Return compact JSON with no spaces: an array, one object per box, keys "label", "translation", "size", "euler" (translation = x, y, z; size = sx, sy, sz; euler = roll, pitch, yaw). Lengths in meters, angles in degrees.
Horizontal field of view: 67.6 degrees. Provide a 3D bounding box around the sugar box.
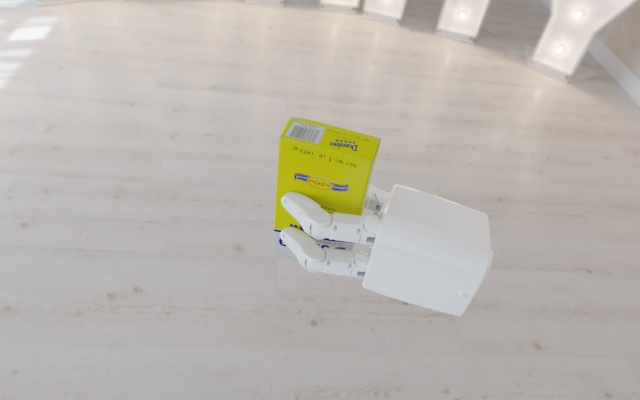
[{"label":"sugar box","translation":[0.000,0.002,0.509],"size":[0.093,0.176,0.048],"euler":[16,44,8]}]
